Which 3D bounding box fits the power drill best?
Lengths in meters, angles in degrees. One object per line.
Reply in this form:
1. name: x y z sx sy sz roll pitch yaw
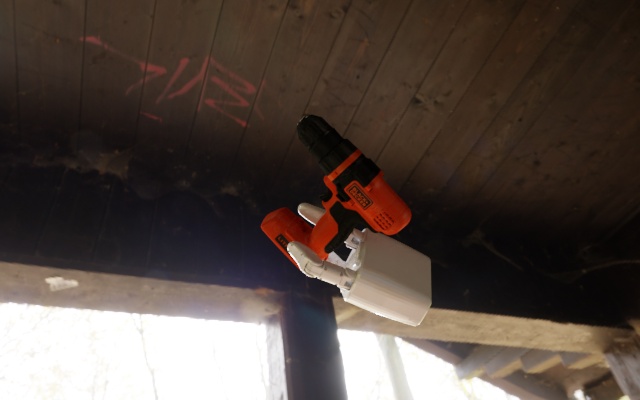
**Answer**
1. power drill: 0.000 0.002 0.633 0.188 0.184 0.057 -42 0 40
